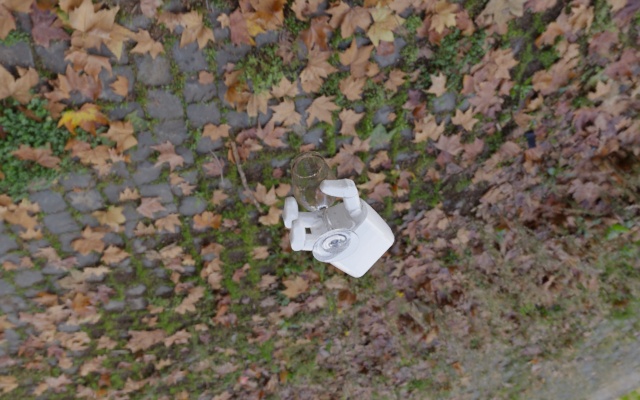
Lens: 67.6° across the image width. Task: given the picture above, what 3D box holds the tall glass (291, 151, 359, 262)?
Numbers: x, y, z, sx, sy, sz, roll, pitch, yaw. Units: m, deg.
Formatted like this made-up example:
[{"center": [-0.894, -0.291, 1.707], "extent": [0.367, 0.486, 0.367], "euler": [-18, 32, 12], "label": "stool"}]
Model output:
[{"center": [0.000, 0.003, 0.793], "extent": [0.079, 0.079, 0.201], "euler": [0, 43, -19], "label": "tall glass"}]
